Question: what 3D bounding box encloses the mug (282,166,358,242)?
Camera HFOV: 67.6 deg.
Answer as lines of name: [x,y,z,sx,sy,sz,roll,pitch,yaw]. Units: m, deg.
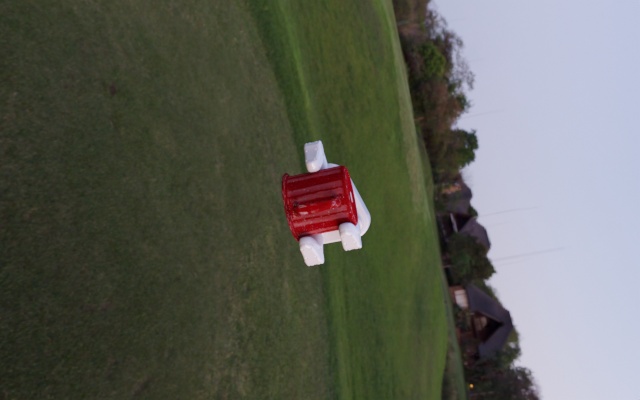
mug: [0.000,0.002,0.610,0.081,0.093,0.117,-12,2,9]
